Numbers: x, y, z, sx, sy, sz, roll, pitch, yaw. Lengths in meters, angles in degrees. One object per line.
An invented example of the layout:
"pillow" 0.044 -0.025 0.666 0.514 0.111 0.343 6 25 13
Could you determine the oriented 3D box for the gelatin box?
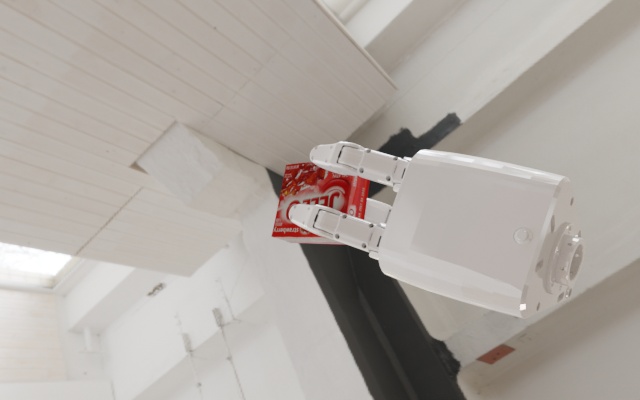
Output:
"gelatin box" 0.000 0.002 0.435 0.089 0.073 0.030 -3 -19 42
